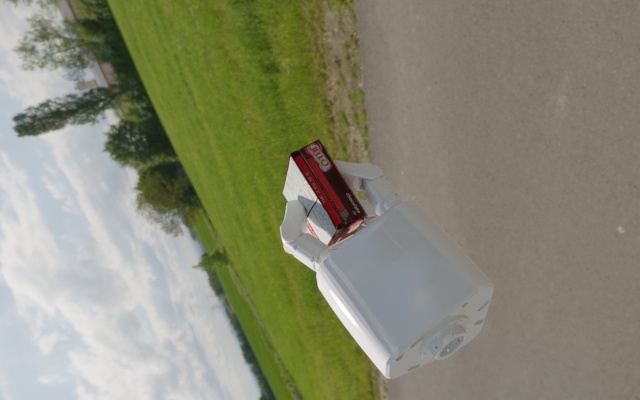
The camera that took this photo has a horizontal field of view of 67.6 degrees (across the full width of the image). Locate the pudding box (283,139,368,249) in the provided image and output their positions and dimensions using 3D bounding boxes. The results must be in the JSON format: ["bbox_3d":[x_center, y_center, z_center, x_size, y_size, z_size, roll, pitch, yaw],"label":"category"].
[{"bbox_3d":[0.000,0.002,0.494,0.039,0.090,0.113,-27,-13,-18],"label":"pudding box"}]
